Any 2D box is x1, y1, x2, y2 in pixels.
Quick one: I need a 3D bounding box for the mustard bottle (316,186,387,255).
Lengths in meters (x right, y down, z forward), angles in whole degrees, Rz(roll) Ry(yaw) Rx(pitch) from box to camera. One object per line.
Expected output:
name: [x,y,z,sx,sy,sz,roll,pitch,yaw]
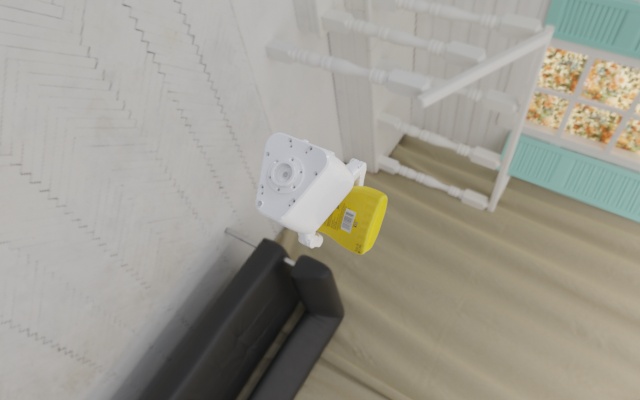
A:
mustard bottle: [0.000,0.002,0.730,0.191,0.096,0.058,23,22,22]
